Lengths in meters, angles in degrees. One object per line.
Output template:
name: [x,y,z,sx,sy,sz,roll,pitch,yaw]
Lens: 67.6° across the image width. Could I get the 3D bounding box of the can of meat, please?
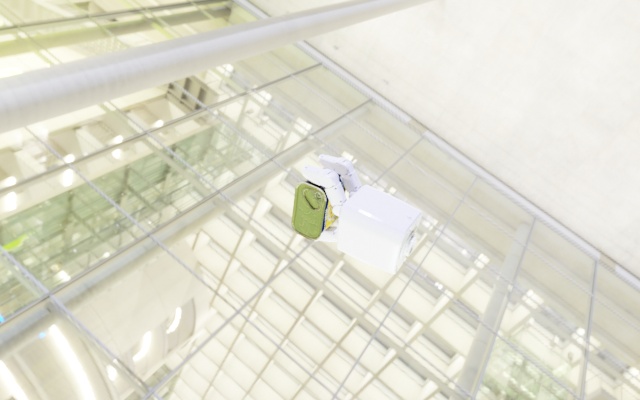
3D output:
can of meat: [0.000,0.003,0.802,0.057,0.102,0.084,23,35,22]
